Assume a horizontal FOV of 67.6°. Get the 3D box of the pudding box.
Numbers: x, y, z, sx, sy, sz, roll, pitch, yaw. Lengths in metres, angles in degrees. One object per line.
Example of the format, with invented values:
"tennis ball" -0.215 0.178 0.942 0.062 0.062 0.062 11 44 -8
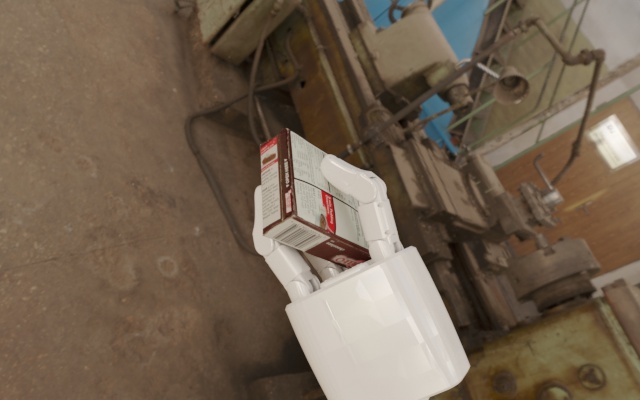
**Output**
"pudding box" 0.000 0.001 0.417 0.039 0.090 0.113 -28 -38 30
